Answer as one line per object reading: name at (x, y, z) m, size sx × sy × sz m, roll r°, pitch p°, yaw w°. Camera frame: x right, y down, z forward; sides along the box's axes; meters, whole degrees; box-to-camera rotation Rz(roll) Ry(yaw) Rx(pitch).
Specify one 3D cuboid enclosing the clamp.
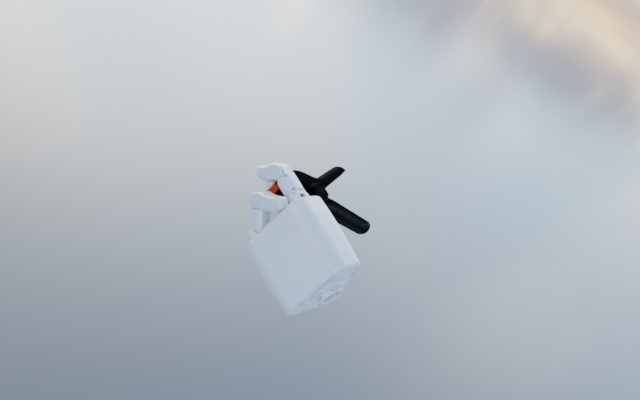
clamp at (0.000, 0.002, 0.690) m, size 0.171 × 0.120 × 0.039 m, roll -7°, pitch -35°, yaw -45°
